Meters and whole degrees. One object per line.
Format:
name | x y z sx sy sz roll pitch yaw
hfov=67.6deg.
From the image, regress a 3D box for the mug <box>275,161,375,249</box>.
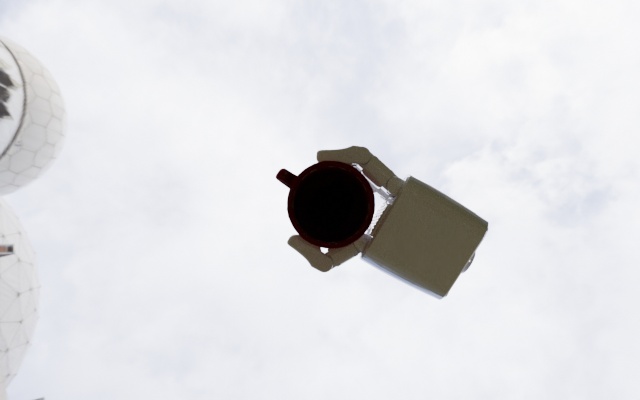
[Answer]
mug | -0.001 0.001 0.539 0.117 0.093 0.081 31 -5 2
